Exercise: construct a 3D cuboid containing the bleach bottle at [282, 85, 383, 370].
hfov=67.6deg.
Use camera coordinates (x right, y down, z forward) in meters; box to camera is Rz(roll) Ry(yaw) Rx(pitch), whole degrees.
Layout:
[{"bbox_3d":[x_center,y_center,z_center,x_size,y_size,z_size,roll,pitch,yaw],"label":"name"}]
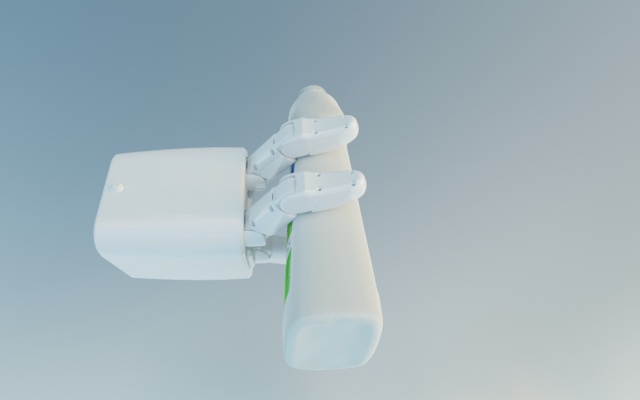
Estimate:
[{"bbox_3d":[0.000,0.001,0.402,0.068,0.250,0.103,-1,-38,-6],"label":"bleach bottle"}]
